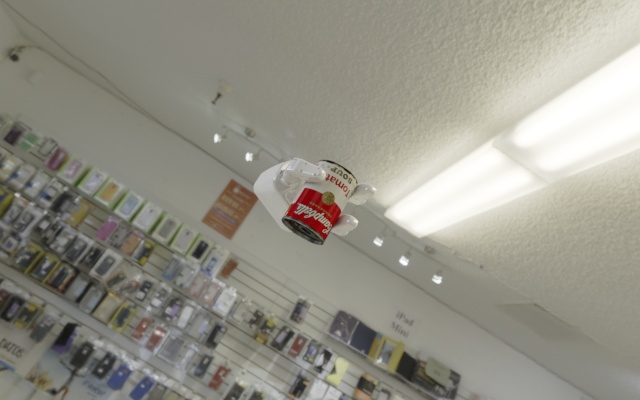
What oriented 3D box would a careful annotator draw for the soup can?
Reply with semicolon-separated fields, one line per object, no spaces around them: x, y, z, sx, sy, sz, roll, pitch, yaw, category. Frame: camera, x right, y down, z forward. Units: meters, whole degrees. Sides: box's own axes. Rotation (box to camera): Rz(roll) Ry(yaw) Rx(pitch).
0.000;0.002;0.671;0.068;0.102;0.068;28;-18;10;soup can
